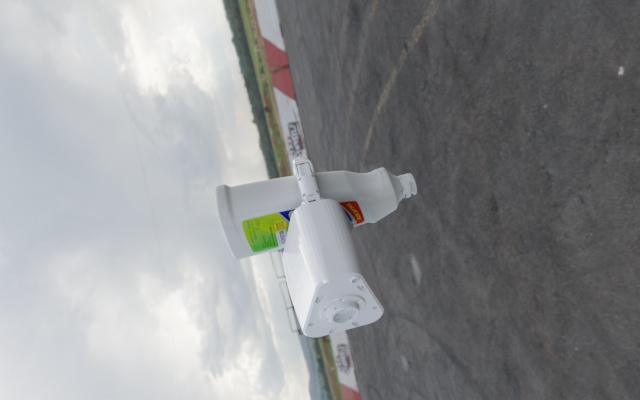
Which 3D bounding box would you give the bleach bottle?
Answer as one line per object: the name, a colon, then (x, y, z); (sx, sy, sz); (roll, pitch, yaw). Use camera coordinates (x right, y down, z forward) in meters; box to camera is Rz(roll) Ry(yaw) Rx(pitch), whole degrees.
bleach bottle: (0.000, 0.002, 0.614); (0.251, 0.068, 0.103); (-14, -43, -5)
